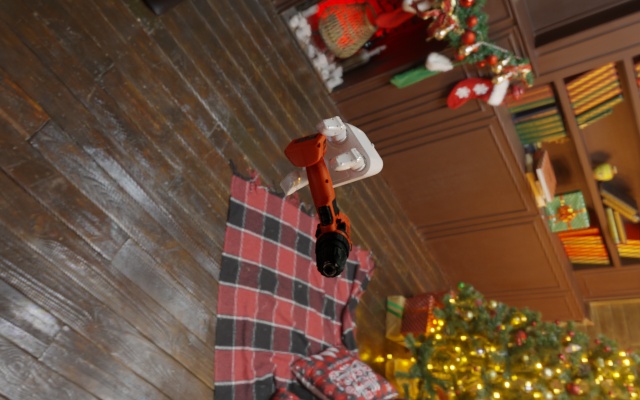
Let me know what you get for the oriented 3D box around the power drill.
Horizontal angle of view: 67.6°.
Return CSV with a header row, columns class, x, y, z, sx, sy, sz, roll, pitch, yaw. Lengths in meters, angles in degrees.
class,x,y,z,sx,sy,sz,roll,pitch,yaw
power drill,0.000,0.002,0.701,0.057,0.188,0.184,-13,16,7
